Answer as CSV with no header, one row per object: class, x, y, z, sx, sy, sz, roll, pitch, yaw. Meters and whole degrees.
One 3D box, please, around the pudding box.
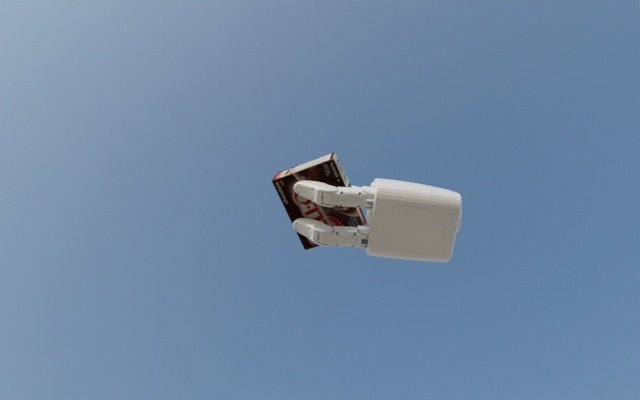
pudding box,0.000,0.002,0.639,0.090,0.113,0.039,-19,17,16
